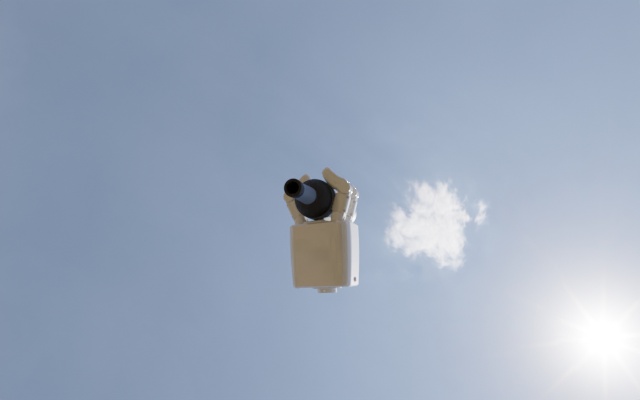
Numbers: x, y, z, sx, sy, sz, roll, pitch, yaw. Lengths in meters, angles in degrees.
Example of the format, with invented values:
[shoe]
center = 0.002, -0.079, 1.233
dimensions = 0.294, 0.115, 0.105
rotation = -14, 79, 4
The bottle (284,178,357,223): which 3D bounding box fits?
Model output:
[bottle]
center = 0.000, 0.003, 0.821
dimensions = 0.069, 0.069, 0.296
rotation = 0, -8, 16
